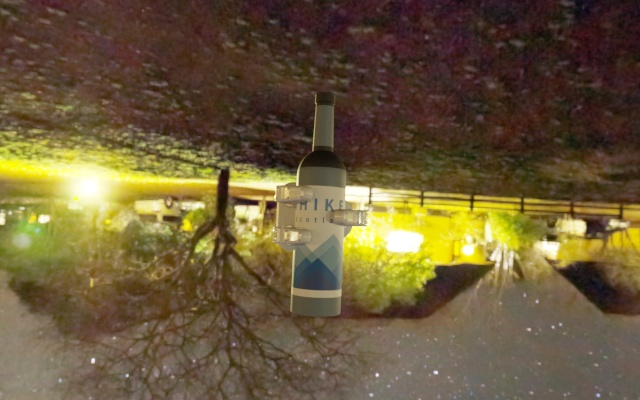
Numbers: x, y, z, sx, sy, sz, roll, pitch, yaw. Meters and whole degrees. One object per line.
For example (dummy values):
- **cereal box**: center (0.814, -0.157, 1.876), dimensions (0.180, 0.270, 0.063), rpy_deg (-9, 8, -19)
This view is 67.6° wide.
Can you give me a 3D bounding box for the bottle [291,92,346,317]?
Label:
- **bottle**: center (0.000, 0.002, 0.643), dimensions (0.069, 0.295, 0.069), rpy_deg (3, -4, 0)
